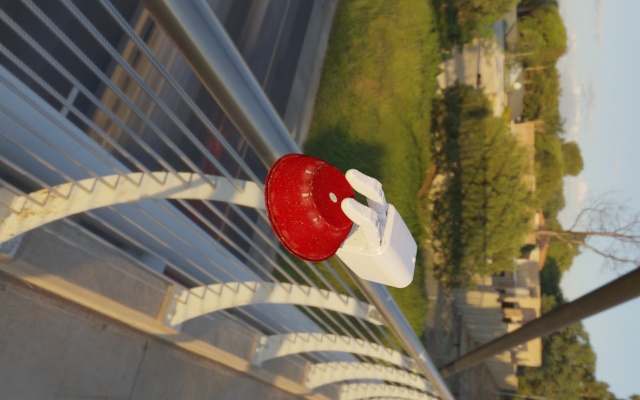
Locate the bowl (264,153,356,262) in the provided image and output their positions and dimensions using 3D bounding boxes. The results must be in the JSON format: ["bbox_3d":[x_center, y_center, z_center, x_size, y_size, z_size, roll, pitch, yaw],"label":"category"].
[{"bbox_3d":[-0.001,0.002,0.666,0.055,0.162,0.162,-20,-14,40],"label":"bowl"}]
